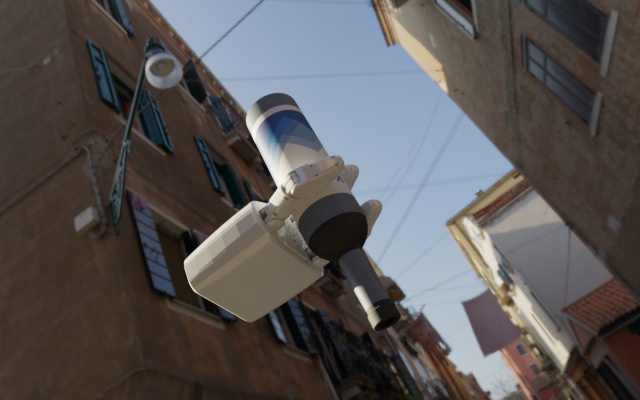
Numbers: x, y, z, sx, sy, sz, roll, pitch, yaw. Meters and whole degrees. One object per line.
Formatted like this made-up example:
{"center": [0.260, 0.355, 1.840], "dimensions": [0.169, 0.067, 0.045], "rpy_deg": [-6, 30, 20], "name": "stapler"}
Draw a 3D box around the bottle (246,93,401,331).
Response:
{"center": [0.000, 0.001, 0.503], "dimensions": [0.069, 0.295, 0.069], "rpy_deg": [-19, -35, -14], "name": "bottle"}
